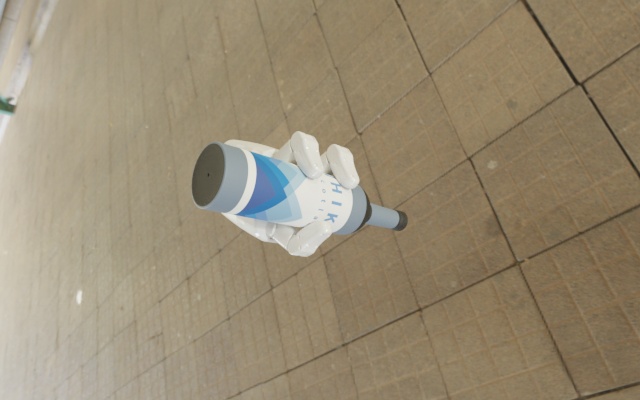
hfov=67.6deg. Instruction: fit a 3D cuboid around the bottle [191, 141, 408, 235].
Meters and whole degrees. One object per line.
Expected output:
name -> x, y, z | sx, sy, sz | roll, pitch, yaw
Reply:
bottle -> 0.000, 0.002, 0.553 | 0.296, 0.069, 0.069 | 14, -9, -41
